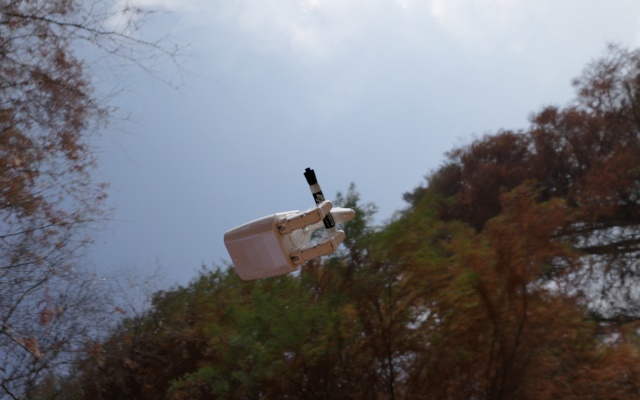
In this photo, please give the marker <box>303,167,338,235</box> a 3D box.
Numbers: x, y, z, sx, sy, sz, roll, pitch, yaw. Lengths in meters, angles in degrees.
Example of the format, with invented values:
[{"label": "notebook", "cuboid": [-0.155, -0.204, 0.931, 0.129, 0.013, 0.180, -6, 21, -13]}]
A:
[{"label": "marker", "cuboid": [0.000, 0.003, 0.786, 0.020, 0.121, 0.020, -21, 11, 4]}]
